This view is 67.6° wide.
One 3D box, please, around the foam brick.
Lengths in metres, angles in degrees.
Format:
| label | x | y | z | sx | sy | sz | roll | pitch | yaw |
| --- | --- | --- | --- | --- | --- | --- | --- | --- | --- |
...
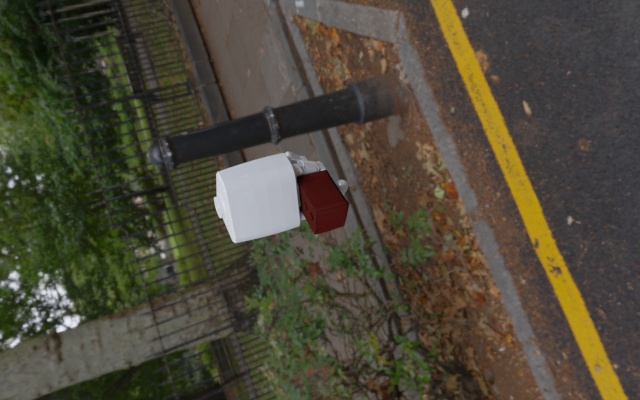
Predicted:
| label | x | y | z | sx | sy | sz | roll | pitch | yaw |
| --- | --- | --- | --- | --- | --- | --- | --- | --- | --- |
| foam brick | 0.000 | 0.002 | 0.710 | 0.051 | 0.053 | 0.078 | -16 | 50 | -20 |
